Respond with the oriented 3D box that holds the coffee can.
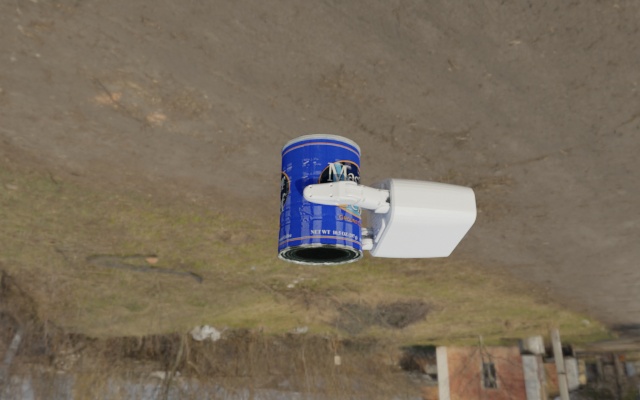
[{"bbox_3d":[0.000,0.002,0.597,0.103,0.140,0.103,0,-19,0],"label":"coffee can"}]
